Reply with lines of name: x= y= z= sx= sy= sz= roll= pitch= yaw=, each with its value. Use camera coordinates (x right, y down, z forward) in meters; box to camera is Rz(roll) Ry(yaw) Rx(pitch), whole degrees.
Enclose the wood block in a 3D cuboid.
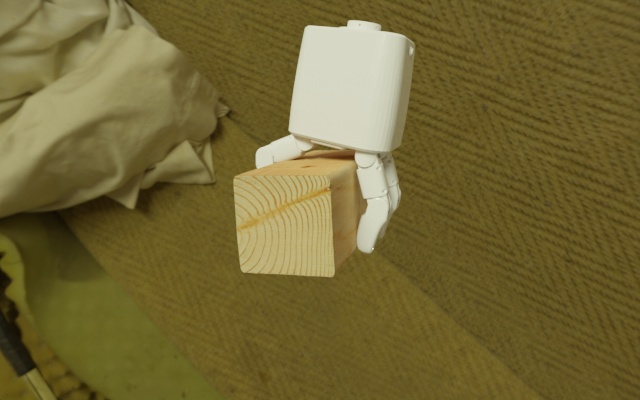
wood block: x=0.000 y=0.001 z=0.501 sx=0.091 sy=0.090 sz=0.206 roll=1 pitch=12 yaw=19
